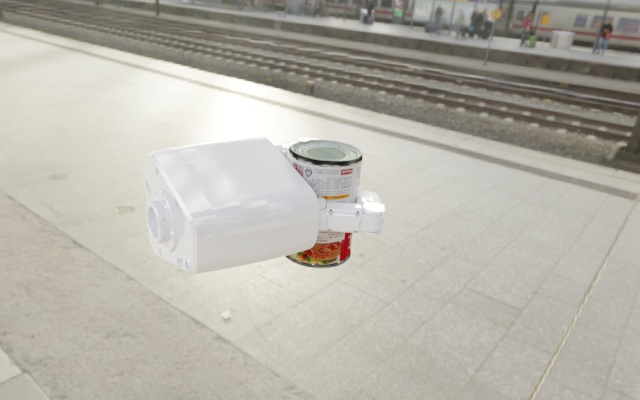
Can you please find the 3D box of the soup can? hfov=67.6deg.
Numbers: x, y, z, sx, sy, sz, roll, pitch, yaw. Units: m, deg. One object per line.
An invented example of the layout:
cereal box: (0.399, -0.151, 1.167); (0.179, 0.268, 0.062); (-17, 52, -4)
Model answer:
soup can: (0.001, 0.001, 0.441); (0.068, 0.102, 0.068); (5, 23, -2)
